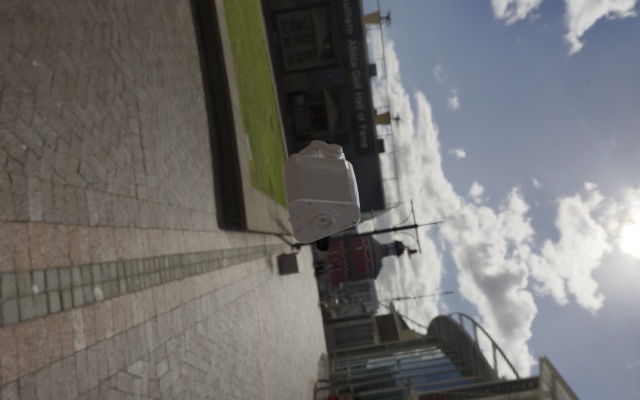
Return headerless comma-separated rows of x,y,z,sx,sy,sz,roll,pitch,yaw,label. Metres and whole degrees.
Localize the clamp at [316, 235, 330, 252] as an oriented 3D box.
0.001,0.003,0.850,0.039,0.172,0.120,-9,41,1,clamp
